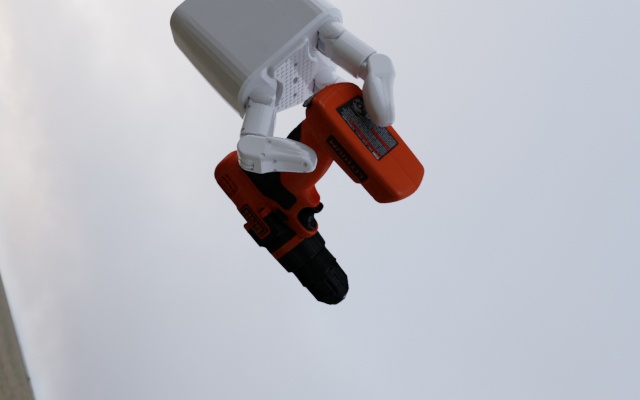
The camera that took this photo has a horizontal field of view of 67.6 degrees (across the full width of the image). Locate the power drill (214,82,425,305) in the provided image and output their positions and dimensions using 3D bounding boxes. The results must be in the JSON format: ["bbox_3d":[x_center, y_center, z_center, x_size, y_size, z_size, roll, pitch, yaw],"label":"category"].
[{"bbox_3d":[0.000,0.001,0.426,0.188,0.184,0.057,-37,4,45],"label":"power drill"}]
